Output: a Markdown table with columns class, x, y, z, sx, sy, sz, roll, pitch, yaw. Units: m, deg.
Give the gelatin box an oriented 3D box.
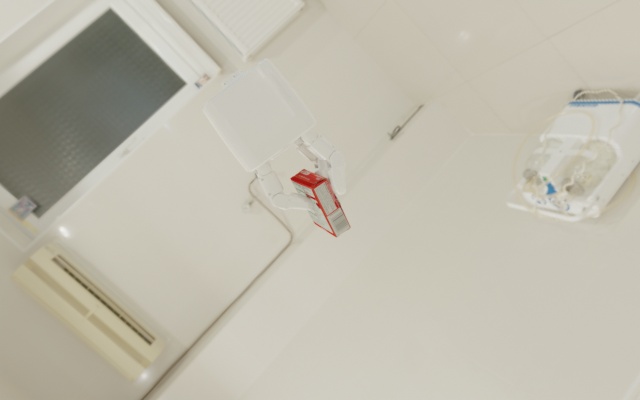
| class | x | y | z | sx | sy | sz | roll | pitch | yaw |
| --- | --- | --- | --- | --- | --- | --- | --- | --- | --- |
| gelatin box | 0.000 | 0.003 | 0.689 | 0.030 | 0.089 | 0.073 | -34 | 26 | -16 |
